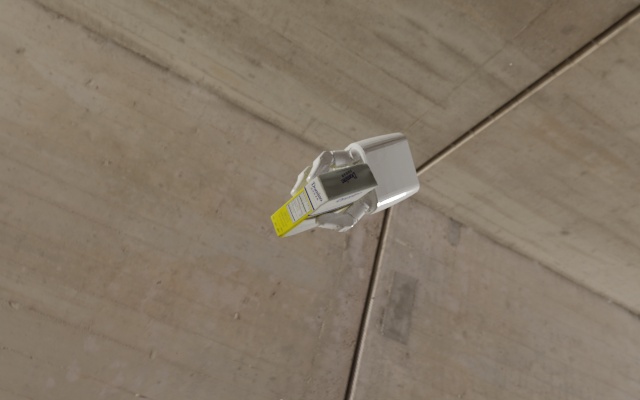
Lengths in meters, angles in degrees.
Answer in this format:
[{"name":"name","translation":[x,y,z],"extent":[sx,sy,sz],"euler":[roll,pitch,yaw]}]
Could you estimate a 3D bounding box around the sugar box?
[{"name":"sugar box","translation":[0.000,0.002,0.729],"extent":[0.093,0.048,0.176],"euler":[-17,-14,-33]}]
